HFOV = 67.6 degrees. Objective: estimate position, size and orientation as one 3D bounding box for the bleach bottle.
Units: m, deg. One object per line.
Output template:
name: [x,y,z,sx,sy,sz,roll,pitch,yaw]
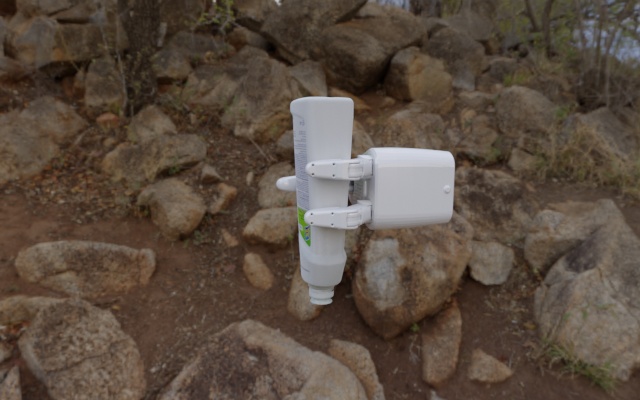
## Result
bleach bottle: [0.000,0.002,0.595,0.068,0.251,0.102,-1,9,-14]
